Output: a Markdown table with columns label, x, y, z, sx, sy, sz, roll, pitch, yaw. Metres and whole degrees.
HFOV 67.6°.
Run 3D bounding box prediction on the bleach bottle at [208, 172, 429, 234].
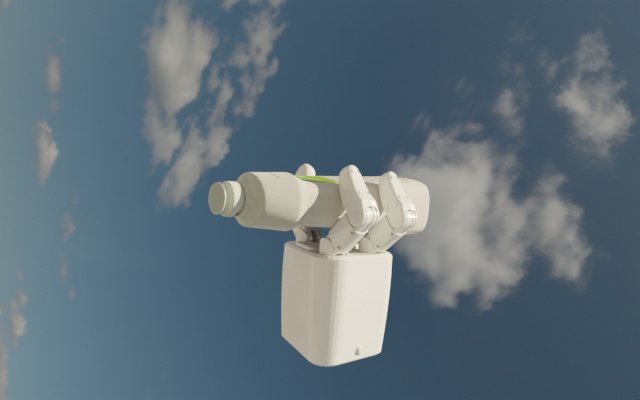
| label | x | y | z | sx | sy | sz | roll | pitch | yaw |
| --- | --- | --- | --- | --- | --- | --- | --- | --- | --- |
| bleach bottle | 0.000 | 0.002 | 0.495 | 0.251 | 0.068 | 0.102 | 3 | 3 | -41 |
